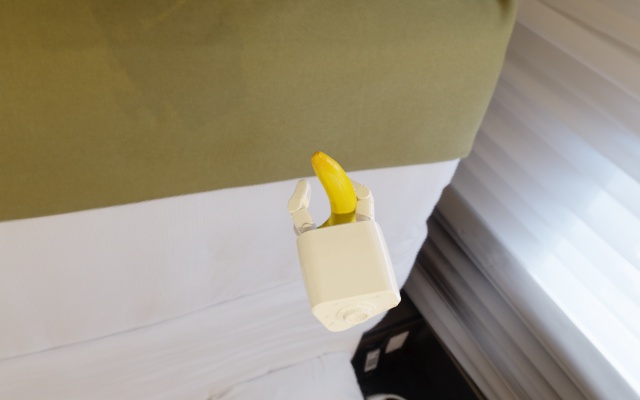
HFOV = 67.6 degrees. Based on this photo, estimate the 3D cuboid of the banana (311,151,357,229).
[{"bbox_3d":[0.019,0.006,0.671,0.069,0.037,0.198,6,-36,1],"label":"banana"}]
